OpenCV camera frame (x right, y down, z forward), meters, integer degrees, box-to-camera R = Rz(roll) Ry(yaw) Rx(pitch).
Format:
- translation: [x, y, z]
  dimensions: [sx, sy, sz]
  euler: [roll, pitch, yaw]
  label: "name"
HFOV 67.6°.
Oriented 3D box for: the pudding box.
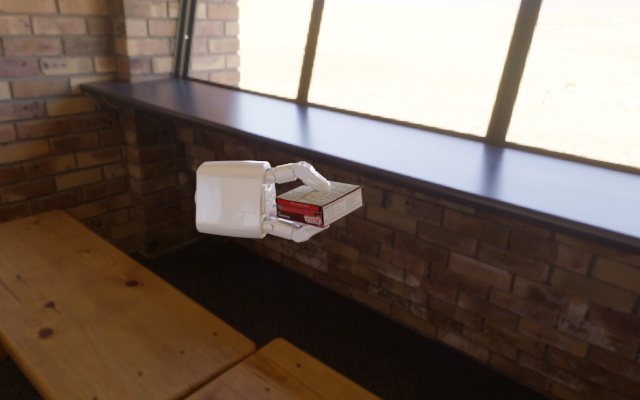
- translation: [0.000, 0.002, 0.735]
  dimensions: [0.090, 0.039, 0.113]
  euler: [12, 26, 35]
  label: "pudding box"
